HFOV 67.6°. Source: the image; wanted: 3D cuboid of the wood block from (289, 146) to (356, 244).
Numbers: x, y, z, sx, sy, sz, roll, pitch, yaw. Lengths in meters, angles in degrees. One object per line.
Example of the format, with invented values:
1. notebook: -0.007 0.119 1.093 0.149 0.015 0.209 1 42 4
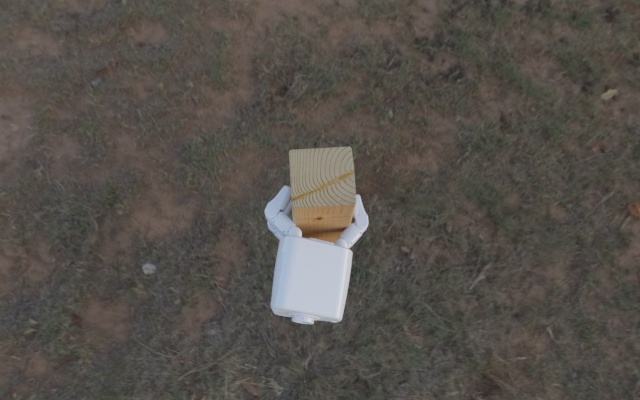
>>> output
1. wood block: 0.000 0.003 0.753 0.091 0.090 0.206 -3 -20 -3
